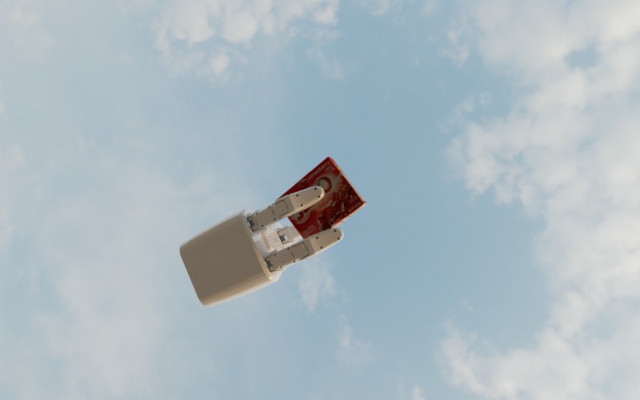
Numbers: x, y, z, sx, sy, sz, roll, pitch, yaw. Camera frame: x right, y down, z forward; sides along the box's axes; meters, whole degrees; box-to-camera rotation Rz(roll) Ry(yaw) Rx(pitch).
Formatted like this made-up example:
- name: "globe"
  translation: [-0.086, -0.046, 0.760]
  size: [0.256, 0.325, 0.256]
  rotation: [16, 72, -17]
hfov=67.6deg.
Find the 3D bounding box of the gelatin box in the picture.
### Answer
- name: "gelatin box"
  translation: [0.000, 0.002, 0.589]
  size: [0.089, 0.073, 0.030]
  rotation: [-38, -9, 10]
